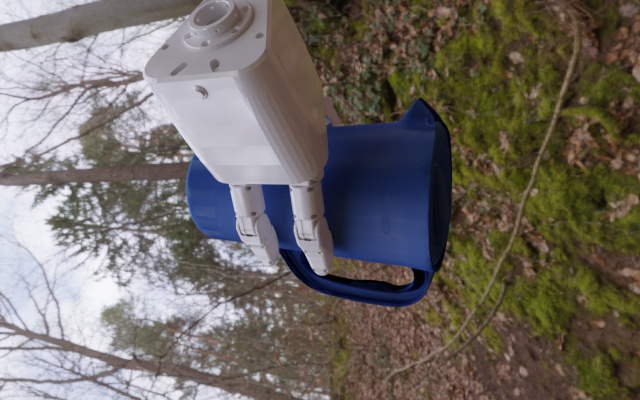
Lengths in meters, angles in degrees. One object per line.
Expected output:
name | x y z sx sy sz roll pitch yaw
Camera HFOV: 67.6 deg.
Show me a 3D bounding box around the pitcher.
pitcher | 0.000 0.001 0.457 0.243 0.149 0.145 2 -32 22
